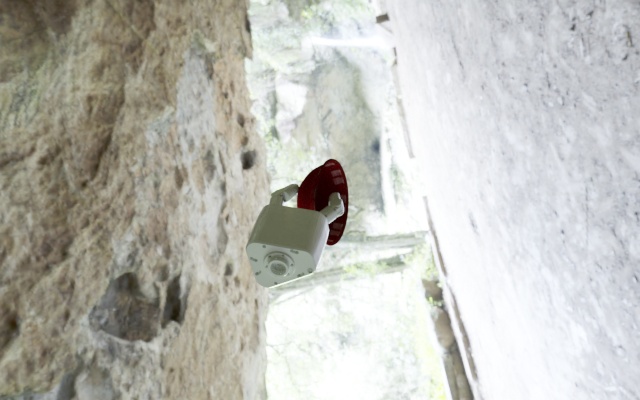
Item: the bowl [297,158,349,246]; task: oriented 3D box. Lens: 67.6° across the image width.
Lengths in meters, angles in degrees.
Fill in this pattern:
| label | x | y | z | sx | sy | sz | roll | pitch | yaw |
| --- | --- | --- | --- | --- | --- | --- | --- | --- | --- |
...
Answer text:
| label | x | y | z | sx | sy | sz | roll | pitch | yaw |
| --- | --- | --- | --- | --- | --- | --- | --- | --- | --- |
| bowl | 0.000 | 0.003 | 0.893 | 0.055 | 0.162 | 0.162 | 1 | 0 | 25 |
